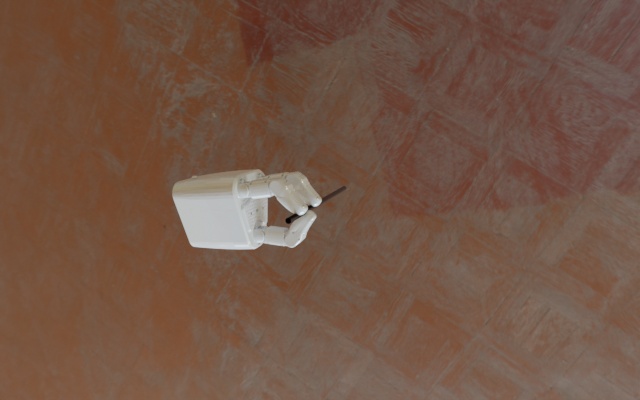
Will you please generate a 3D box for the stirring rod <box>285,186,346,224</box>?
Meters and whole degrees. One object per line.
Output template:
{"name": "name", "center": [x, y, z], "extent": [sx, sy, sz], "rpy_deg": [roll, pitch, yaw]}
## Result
{"name": "stirring rod", "center": [0.000, 0.002, 0.713], "extent": [0.011, 0.011, 0.239], "rpy_deg": [0, 11, 20]}
